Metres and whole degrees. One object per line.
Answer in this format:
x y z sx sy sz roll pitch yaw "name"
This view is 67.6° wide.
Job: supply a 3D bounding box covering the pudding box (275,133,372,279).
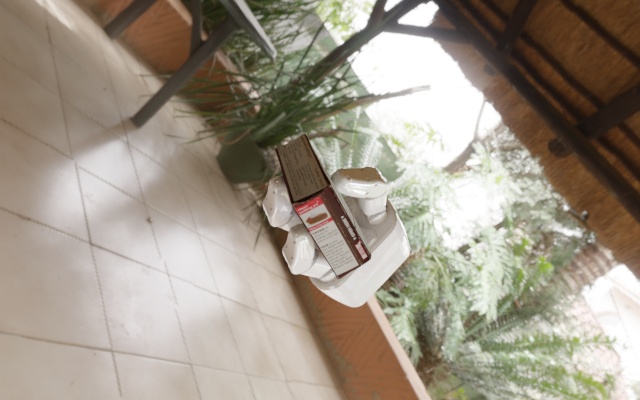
0.000 0.001 0.433 0.039 0.090 0.113 -30 31 2 "pudding box"
